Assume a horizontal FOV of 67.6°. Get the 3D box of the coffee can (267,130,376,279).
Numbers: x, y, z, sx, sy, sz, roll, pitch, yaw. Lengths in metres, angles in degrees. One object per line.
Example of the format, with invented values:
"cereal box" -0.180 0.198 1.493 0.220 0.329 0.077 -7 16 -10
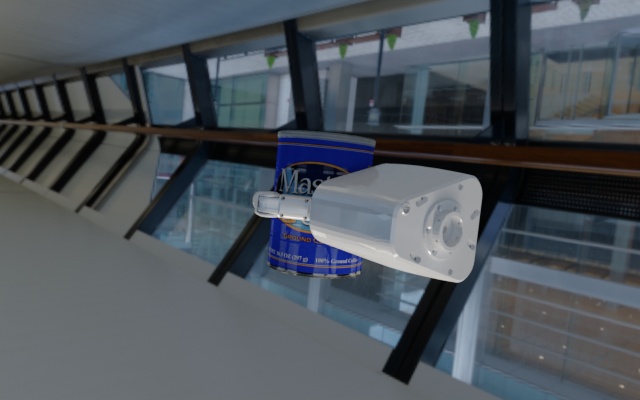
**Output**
"coffee can" 0.000 0.001 0.506 0.103 0.140 0.103 6 4 0
